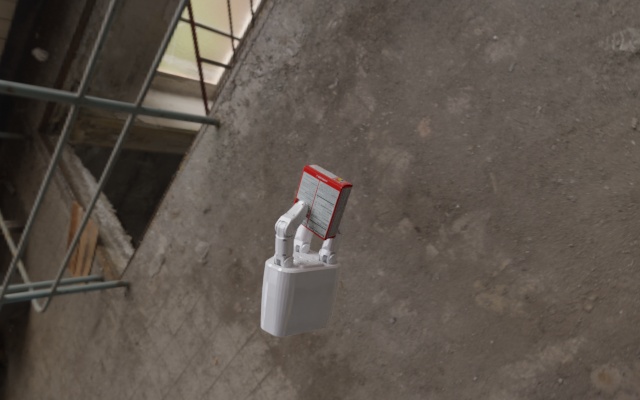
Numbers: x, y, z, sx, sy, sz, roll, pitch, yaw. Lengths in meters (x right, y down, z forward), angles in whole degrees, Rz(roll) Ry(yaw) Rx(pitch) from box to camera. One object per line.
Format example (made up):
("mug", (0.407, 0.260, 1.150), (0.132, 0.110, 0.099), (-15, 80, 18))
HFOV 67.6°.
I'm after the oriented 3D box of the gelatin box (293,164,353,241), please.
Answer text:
("gelatin box", (0.000, 0.002, 0.694), (0.073, 0.089, 0.030), (31, 27, 31))
